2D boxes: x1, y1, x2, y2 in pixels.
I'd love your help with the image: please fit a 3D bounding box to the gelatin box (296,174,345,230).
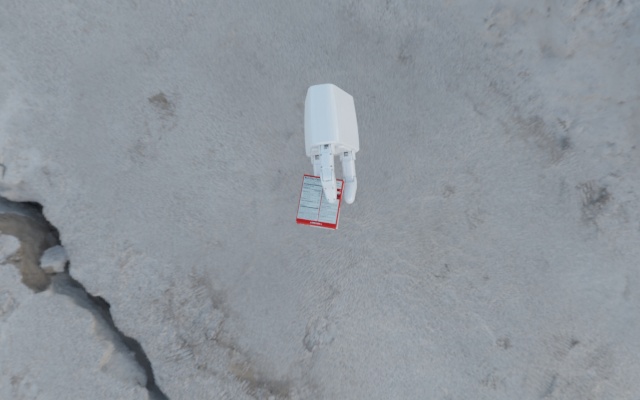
[{"bbox_3d":[0.000,0.003,0.844,0.073,0.089,0.030,8,-8,6],"label":"gelatin box"}]
